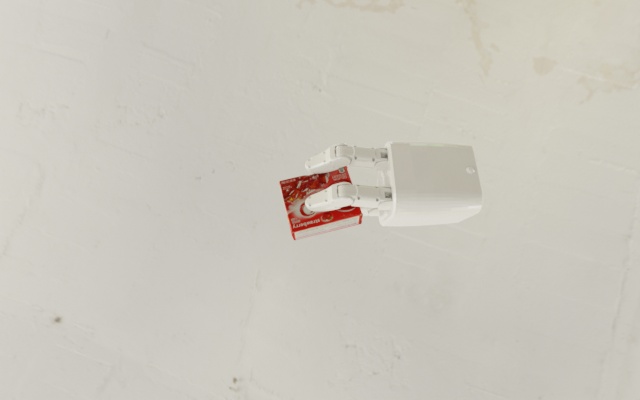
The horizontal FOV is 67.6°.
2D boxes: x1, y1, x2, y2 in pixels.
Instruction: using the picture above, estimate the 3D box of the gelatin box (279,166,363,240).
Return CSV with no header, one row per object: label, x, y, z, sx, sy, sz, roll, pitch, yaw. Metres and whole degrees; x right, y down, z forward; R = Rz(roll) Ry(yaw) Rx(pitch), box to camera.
gelatin box,0.000,0.002,0.589,0.089,0.073,0.030,-14,-27,-5
